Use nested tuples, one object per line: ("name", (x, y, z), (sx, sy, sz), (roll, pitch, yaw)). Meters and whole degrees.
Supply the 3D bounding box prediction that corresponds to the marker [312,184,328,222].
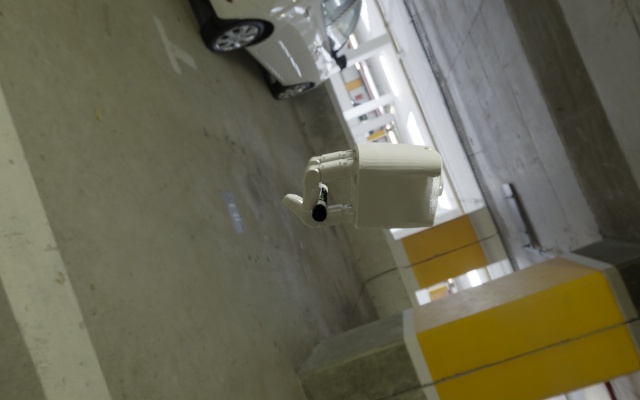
("marker", (0.000, 0.002, 0.655), (0.020, 0.020, 0.121), (0, 17, 1))
